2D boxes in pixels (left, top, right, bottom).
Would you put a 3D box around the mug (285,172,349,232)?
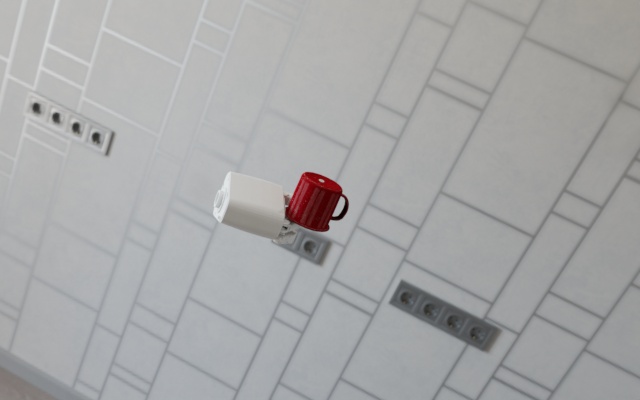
[{"bbox_3d":[0.002,0.003,0.877,0.117,0.081,0.093,17,18,-23],"label":"mug"}]
